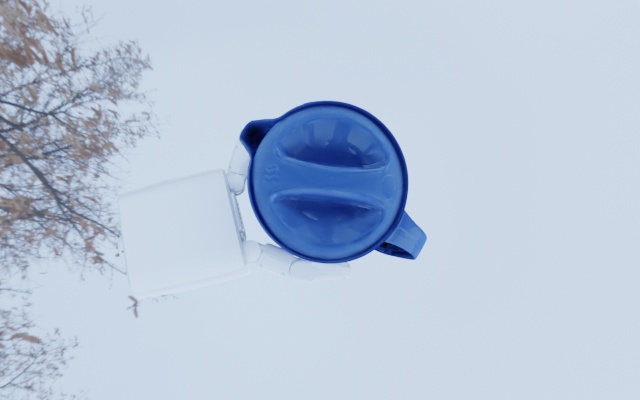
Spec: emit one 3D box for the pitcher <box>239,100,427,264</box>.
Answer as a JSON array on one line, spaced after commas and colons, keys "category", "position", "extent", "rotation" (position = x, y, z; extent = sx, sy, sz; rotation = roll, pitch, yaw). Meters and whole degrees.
[{"category": "pitcher", "position": [0.000, 0.002, 0.497], "extent": [0.145, 0.149, 0.243], "rotation": [-13, -4, -9]}]
